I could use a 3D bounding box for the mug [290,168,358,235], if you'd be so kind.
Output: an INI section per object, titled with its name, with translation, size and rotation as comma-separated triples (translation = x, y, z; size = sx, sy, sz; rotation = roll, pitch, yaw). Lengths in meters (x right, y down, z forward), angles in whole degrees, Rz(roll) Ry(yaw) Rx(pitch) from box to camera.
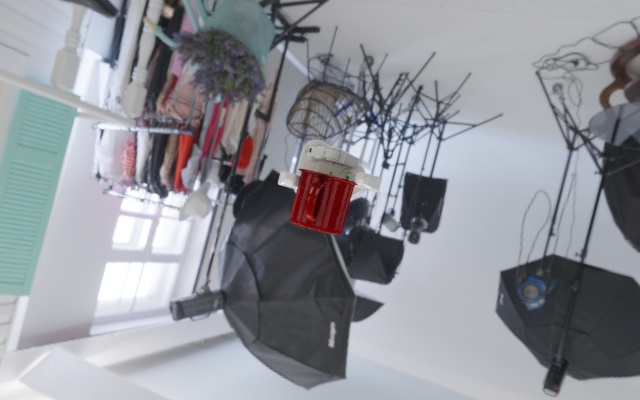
[mug]
translation = 0.000, 0.002, 0.703
size = 0.093, 0.081, 0.117
rotation = 15, 1, 9
